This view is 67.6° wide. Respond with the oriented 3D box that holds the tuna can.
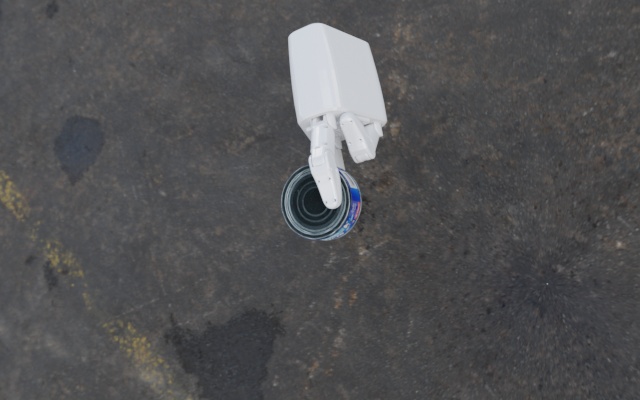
[{"bbox_3d":[0.000,0.002,0.529,0.086,0.086,0.034,0,-3,24],"label":"tuna can"}]
